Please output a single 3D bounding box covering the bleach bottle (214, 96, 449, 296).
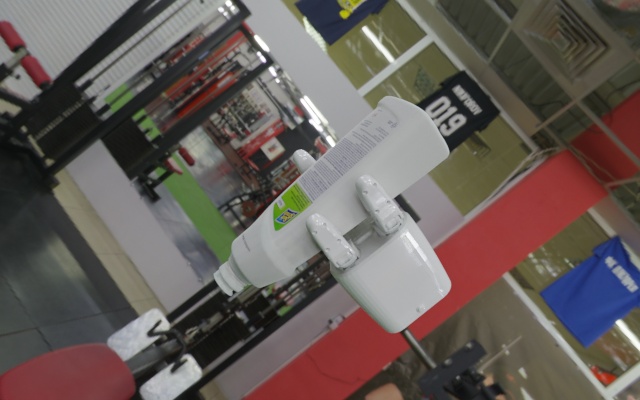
[{"bbox_3d":[0.000,0.002,0.475,0.251,0.068,0.102,-38,25,0],"label":"bleach bottle"}]
